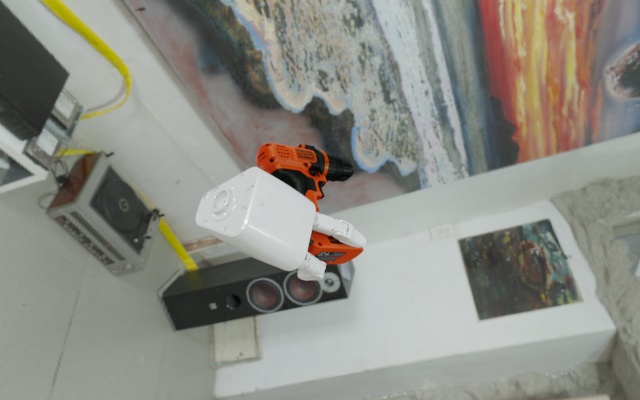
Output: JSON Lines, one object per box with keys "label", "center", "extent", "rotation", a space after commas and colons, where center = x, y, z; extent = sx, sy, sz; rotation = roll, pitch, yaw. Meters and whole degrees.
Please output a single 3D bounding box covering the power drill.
{"label": "power drill", "center": [0.000, 0.003, 0.725], "extent": [0.184, 0.187, 0.057], "rotation": [5, -34, -40]}
